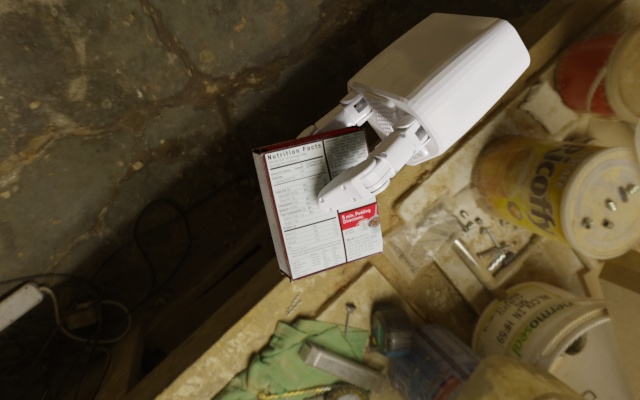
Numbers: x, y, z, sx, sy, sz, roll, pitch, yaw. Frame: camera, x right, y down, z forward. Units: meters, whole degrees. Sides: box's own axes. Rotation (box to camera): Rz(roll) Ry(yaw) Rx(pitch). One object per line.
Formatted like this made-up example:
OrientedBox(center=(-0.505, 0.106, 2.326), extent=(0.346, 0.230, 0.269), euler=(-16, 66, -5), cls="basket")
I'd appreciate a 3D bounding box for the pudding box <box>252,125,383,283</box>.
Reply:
OrientedBox(center=(0.000, 0.001, 0.400), extent=(0.090, 0.113, 0.039), euler=(-15, 13, -16), cls="pudding box")
